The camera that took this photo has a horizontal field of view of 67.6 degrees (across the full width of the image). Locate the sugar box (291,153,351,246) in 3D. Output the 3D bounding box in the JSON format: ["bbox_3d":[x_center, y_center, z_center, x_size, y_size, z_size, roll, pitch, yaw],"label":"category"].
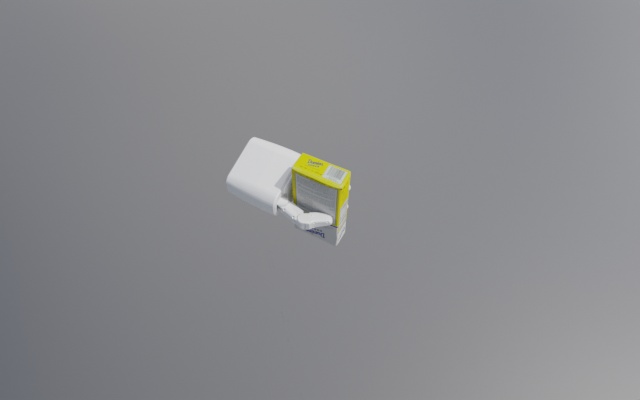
[{"bbox_3d":[0.000,0.002,0.843,0.093,0.048,0.176,24,-32,15],"label":"sugar box"}]
